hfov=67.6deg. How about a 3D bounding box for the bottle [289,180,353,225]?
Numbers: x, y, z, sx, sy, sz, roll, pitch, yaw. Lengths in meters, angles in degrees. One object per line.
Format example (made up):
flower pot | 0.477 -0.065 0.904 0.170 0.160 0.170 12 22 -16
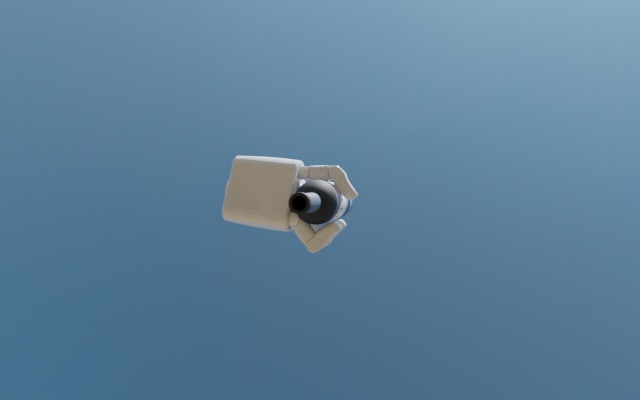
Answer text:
bottle | 0.000 0.002 0.739 0.069 0.069 0.296 0 0 11
